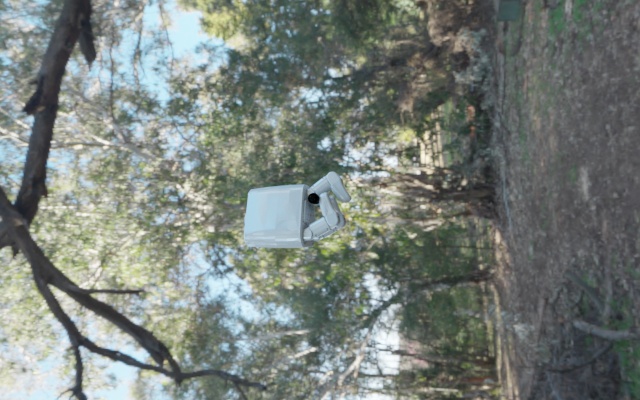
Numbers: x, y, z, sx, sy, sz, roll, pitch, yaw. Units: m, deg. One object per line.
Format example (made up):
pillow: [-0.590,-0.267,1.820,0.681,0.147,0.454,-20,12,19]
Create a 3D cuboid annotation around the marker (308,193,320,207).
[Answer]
marker: [0.000,0.003,0.852,0.020,0.020,0.121,0,-7,13]
